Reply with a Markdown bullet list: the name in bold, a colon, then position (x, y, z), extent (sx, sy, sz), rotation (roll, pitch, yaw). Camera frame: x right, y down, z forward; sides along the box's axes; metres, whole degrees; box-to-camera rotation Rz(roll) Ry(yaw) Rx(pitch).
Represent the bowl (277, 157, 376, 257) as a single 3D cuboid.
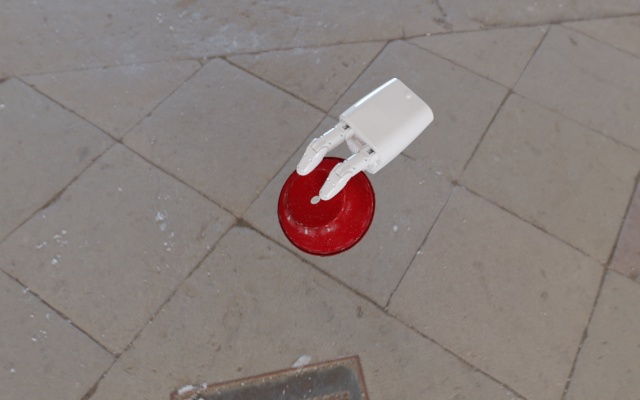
- **bowl**: position (-0.001, 0.003, 0.729), extent (0.162, 0.162, 0.055), rotation (0, -12, 17)
